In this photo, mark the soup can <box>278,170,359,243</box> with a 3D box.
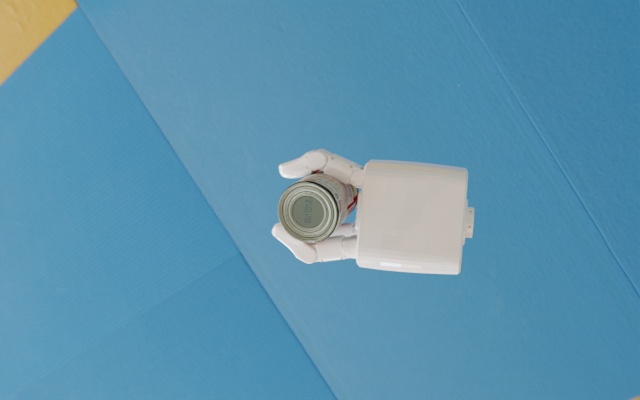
[{"bbox_3d":[0.000,0.002,0.536,0.068,0.068,0.102,0,13,16],"label":"soup can"}]
